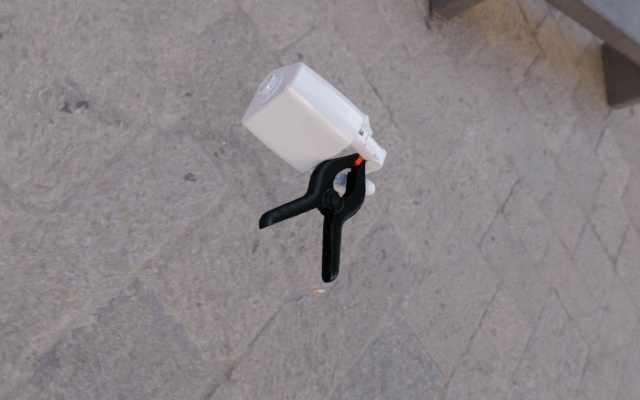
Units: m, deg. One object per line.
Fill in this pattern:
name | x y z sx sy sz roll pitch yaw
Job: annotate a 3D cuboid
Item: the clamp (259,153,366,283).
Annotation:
clamp | 0.001 0.002 0.594 0.120 0.171 0.039 36 -27 -27
